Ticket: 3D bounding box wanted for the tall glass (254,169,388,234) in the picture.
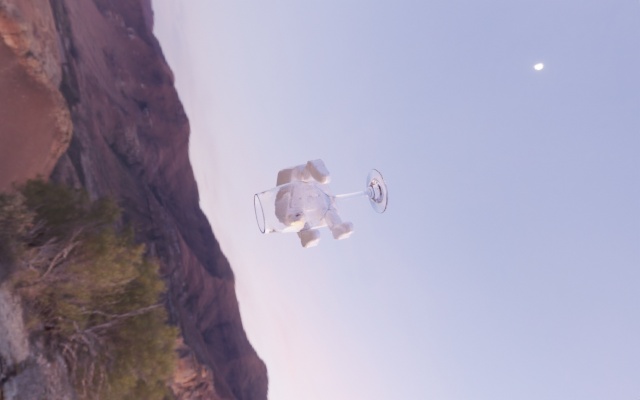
[{"bbox_3d":[0.001,0.002,0.750,0.201,0.079,0.079,-11,3,-18],"label":"tall glass"}]
